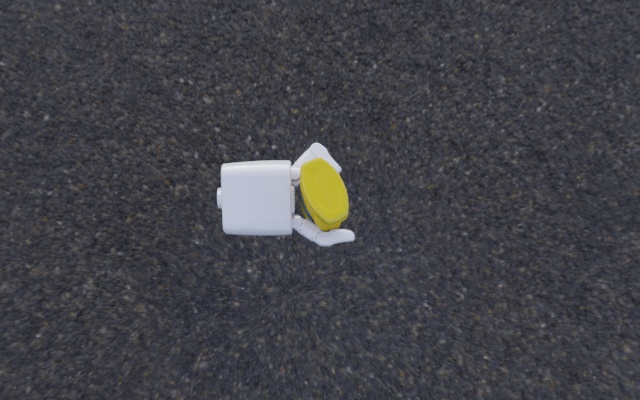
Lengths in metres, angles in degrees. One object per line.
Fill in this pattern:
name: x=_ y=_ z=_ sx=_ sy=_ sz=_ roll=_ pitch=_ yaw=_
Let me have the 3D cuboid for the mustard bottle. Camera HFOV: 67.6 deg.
mustard bottle: x=0.000 y=0.002 z=0.747 sx=0.058 sy=0.096 sz=0.192 roll=-26 pitch=-8 yaw=-8
